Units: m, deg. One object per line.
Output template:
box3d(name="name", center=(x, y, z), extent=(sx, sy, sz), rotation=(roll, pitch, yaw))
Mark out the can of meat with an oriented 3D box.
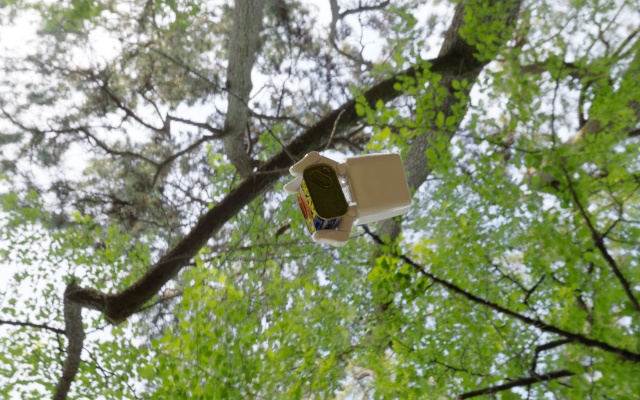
box3d(name="can of meat", center=(0.000, 0.003, 0.808), extent=(0.057, 0.102, 0.084), rotation=(-12, -24, -19))
